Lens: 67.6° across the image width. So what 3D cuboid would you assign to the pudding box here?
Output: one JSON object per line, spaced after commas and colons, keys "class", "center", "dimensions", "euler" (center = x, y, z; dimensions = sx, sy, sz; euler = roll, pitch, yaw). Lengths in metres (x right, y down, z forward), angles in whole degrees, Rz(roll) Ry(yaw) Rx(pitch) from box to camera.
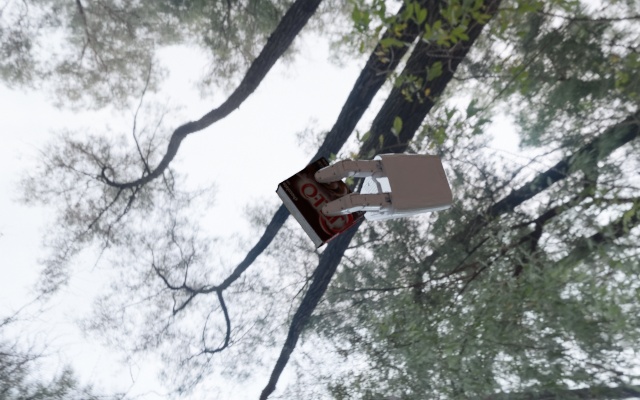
{"class": "pudding box", "center": [0.000, 0.002, 0.720], "dimensions": [0.090, 0.113, 0.039], "euler": [-33, -11, -29]}
